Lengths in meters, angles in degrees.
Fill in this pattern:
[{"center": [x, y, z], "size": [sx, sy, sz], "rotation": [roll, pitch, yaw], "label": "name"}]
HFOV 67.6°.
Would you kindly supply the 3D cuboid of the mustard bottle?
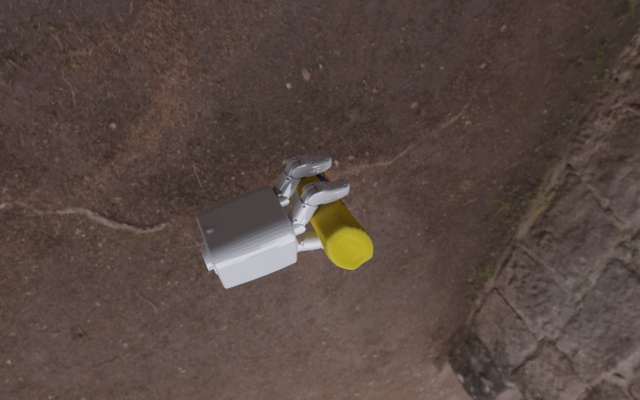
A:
[{"center": [0.001, 0.002, 0.660], "size": [0.058, 0.191, 0.096], "rotation": [-37, -40, 5], "label": "mustard bottle"}]
